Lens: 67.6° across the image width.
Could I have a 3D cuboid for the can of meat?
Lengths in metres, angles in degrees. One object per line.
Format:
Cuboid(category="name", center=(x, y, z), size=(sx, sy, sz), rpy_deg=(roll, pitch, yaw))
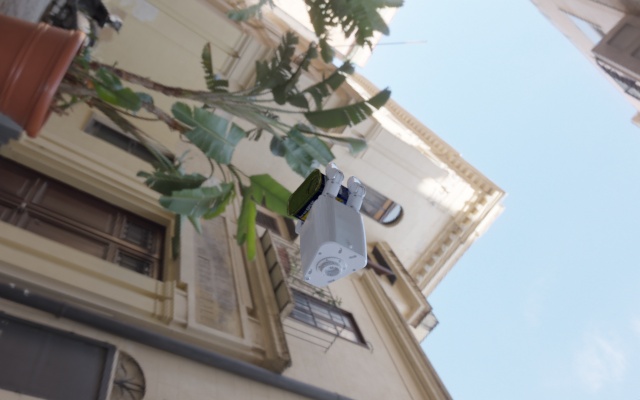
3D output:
Cuboid(category="can of meat", center=(0.000, 0.003, 0.889), size=(0.084, 0.102, 0.057), rpy_deg=(29, 31, -25))
